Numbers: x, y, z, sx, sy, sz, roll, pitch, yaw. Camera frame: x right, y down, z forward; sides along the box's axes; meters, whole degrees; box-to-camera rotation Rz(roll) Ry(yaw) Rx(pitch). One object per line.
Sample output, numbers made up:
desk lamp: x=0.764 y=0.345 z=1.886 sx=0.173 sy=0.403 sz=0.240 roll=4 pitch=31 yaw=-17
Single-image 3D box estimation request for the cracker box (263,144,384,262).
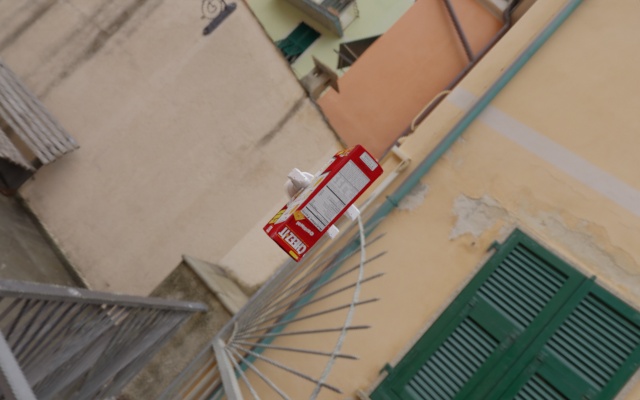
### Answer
cracker box: x=0.000 y=0.003 z=0.848 sx=0.072 sy=0.213 sz=0.164 roll=45 pitch=-6 yaw=-9
